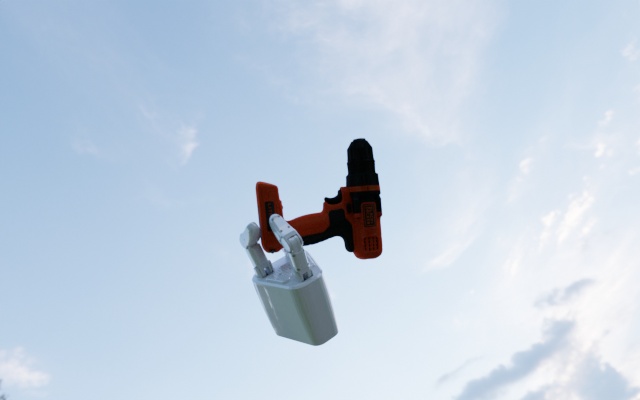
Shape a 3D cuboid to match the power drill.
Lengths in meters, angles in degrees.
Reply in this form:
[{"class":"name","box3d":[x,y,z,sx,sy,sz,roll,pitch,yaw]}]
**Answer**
[{"class":"power drill","box3d":[0.000,0.003,0.711,0.187,0.184,0.057,-5,-3,-9]}]
